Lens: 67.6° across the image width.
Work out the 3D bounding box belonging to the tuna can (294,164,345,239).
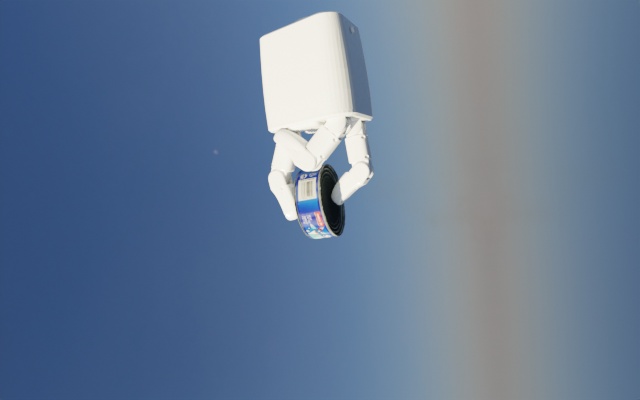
[{"bbox_3d":[0.000,0.002,0.563,0.034,0.086,0.086,-9,-3,19],"label":"tuna can"}]
